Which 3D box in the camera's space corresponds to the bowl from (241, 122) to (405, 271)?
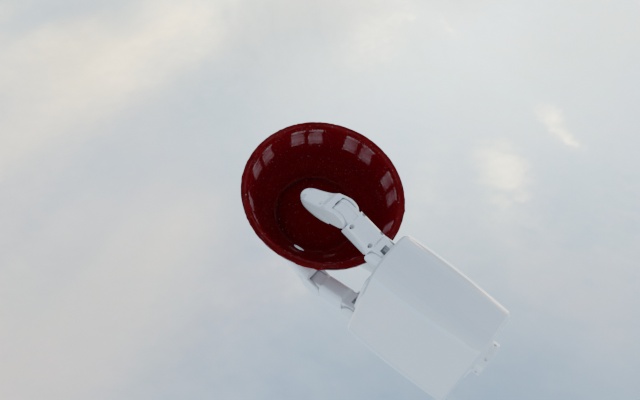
[{"bbox_3d":[-0.001,0.001,0.484,0.162,0.162,0.055,0,-26,-11],"label":"bowl"}]
